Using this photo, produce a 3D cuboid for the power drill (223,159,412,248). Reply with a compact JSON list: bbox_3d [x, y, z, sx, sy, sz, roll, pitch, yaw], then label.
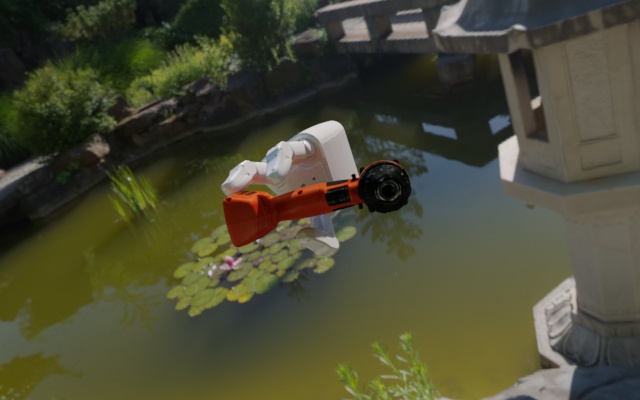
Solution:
[{"bbox_3d":[0.000,0.002,0.497,0.187,0.057,0.184,-12,1,6],"label":"power drill"}]
